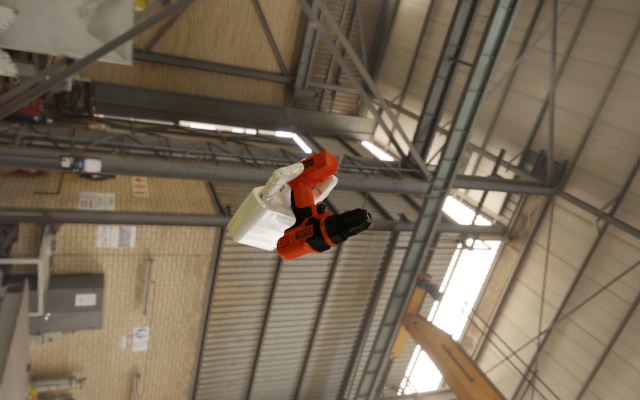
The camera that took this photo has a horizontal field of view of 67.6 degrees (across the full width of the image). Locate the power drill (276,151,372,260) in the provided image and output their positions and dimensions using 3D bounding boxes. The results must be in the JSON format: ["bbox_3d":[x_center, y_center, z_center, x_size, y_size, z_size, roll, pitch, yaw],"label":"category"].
[{"bbox_3d":[0.000,0.003,0.864,0.184,0.187,0.057,-22,-40,22],"label":"power drill"}]
